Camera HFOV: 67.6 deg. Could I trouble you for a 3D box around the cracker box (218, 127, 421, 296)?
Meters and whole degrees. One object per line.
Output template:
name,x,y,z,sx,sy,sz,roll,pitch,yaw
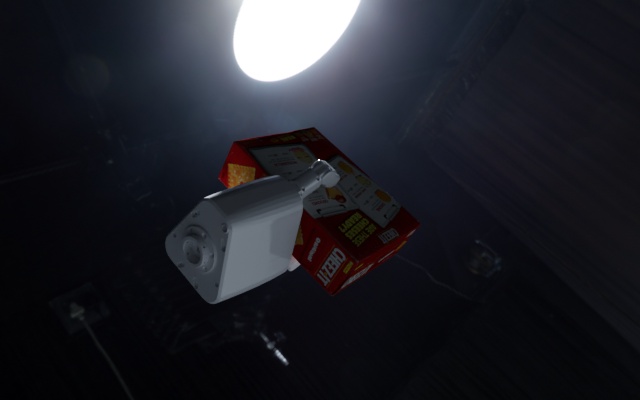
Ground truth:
cracker box,0.000,0.002,0.618,0.213,0.072,0.164,44,35,19
